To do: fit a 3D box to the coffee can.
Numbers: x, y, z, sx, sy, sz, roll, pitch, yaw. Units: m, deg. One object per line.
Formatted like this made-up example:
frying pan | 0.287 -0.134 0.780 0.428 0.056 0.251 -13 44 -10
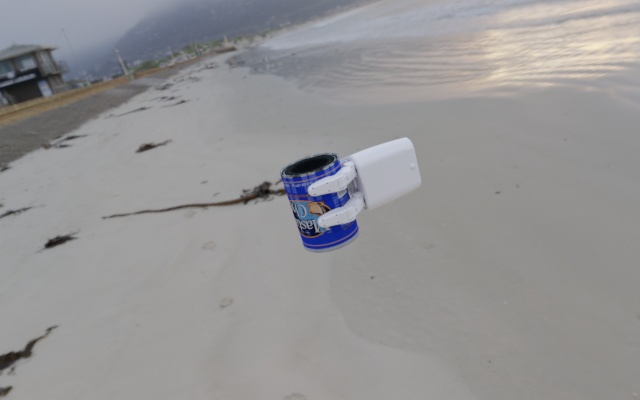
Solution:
coffee can | 0.000 0.003 0.809 0.103 0.140 0.102 -15 20 6
